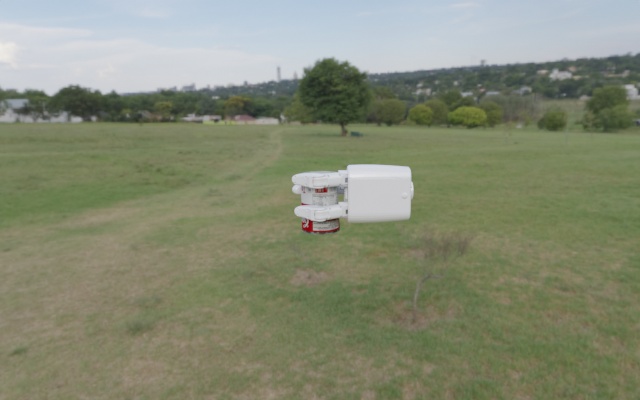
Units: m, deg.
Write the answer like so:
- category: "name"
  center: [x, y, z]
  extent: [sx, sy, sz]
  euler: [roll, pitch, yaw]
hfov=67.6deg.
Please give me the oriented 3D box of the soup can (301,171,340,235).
- category: "soup can"
  center: [0.000, 0.002, 0.839]
  extent: [0.068, 0.102, 0.068]
  euler: [-1, 11, 0]
